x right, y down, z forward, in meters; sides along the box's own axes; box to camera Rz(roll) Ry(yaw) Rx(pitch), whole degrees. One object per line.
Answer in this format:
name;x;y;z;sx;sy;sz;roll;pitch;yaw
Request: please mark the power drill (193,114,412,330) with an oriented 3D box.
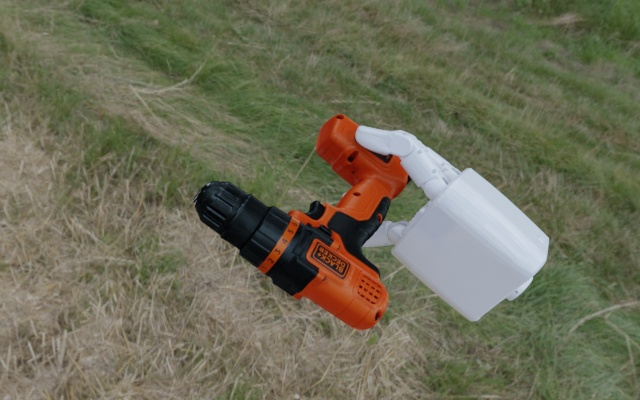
power drill;0.000;0.001;0.445;0.184;0.187;0.057;37;-41;-8
